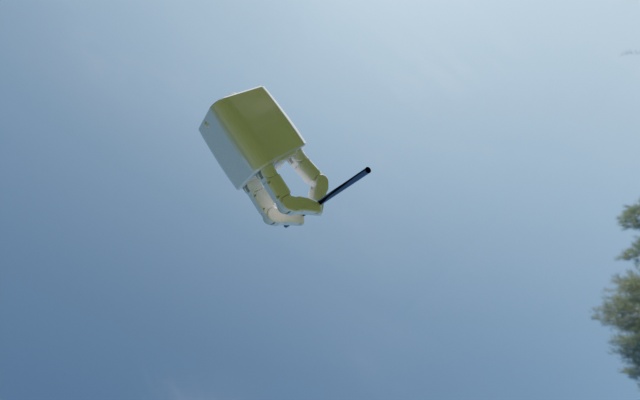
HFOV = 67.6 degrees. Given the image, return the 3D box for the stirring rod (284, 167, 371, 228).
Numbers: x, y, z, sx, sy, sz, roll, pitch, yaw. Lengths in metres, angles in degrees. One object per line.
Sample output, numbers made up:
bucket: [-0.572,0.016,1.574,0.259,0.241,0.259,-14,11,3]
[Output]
stirring rod: [0.000,0.002,0.644,0.011,0.011,0.239,0,-18,-28]
